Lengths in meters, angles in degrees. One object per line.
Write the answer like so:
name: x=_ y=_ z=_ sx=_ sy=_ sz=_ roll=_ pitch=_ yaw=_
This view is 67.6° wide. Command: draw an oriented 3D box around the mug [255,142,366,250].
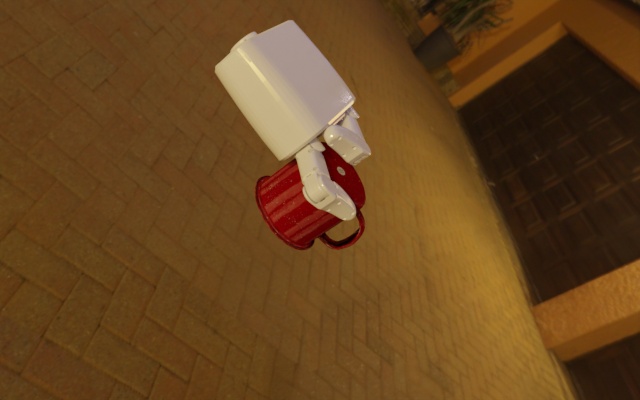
mug: x=0.001 y=0.003 z=0.501 sx=0.081 sy=0.117 sz=0.093 roll=-34 pitch=12 yaw=24
